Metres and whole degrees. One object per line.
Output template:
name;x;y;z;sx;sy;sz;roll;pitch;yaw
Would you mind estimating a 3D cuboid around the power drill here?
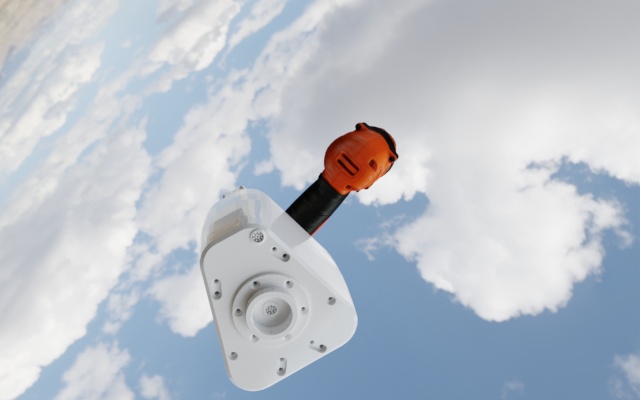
power drill;0.000;0.002;0.476;0.057;0.188;0.184;44;18;6
